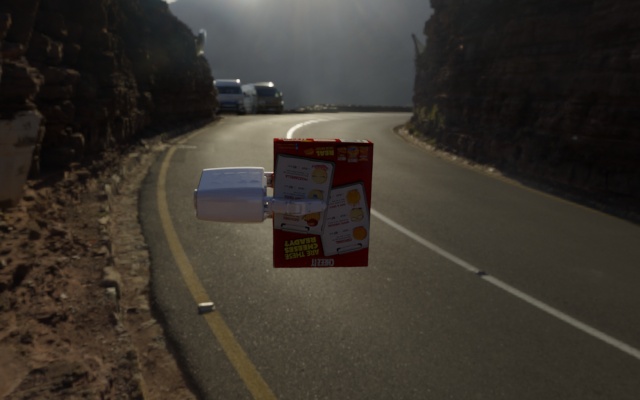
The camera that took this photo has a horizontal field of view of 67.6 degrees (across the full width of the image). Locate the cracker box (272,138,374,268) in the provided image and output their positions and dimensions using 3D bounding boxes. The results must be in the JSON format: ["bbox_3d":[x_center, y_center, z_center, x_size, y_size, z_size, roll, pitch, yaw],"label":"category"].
[{"bbox_3d":[0.000,0.003,0.812,0.164,0.214,0.072,0,13,-5],"label":"cracker box"}]
